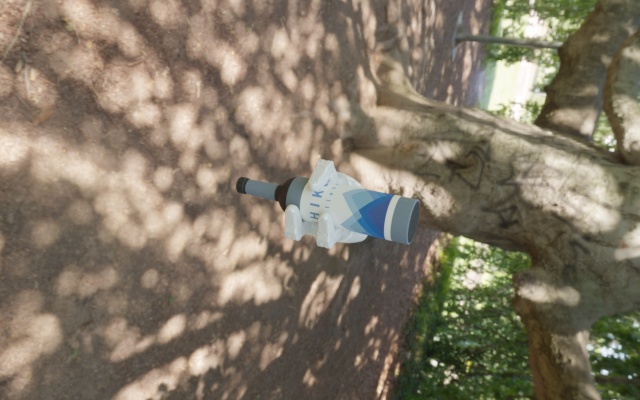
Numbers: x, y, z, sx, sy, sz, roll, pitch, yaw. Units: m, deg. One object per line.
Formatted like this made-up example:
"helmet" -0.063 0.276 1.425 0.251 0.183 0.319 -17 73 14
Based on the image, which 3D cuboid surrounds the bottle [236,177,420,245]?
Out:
"bottle" 0.000 0.002 0.738 0.295 0.069 0.069 12 5 22
